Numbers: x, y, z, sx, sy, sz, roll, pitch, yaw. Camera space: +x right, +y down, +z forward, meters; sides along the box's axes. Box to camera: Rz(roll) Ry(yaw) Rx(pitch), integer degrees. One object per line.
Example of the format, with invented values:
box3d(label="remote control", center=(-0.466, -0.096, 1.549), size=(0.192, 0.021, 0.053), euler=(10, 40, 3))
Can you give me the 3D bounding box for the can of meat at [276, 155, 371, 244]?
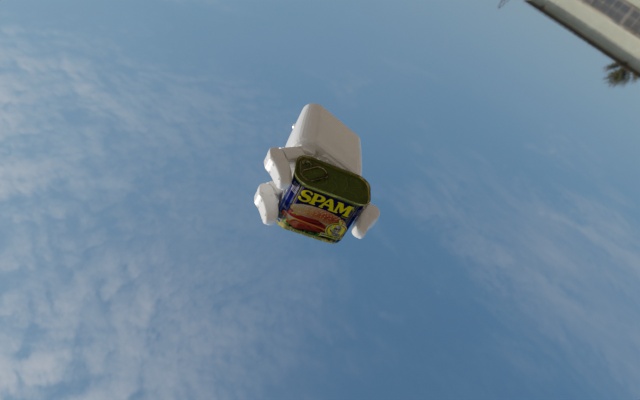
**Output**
box3d(label="can of meat", center=(0.000, 0.002, 0.612), size=(0.102, 0.084, 0.057), euler=(20, 39, -13))
